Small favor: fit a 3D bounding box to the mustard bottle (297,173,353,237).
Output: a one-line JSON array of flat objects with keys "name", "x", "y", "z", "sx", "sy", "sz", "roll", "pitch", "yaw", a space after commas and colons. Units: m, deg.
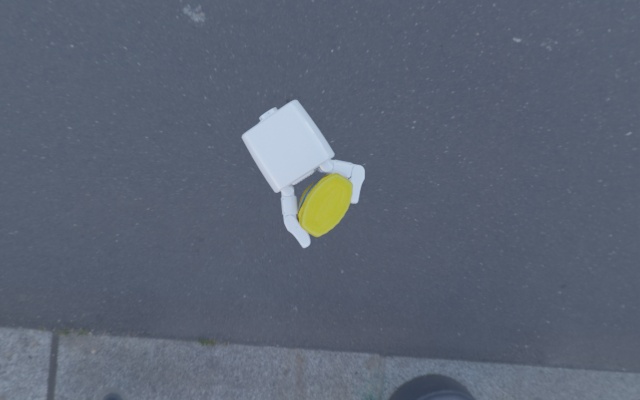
[{"name": "mustard bottle", "x": 0.000, "y": 0.003, "z": 0.772, "sx": 0.058, "sy": 0.096, "sz": 0.191, "roll": 32, "pitch": -1, "yaw": -6}]
